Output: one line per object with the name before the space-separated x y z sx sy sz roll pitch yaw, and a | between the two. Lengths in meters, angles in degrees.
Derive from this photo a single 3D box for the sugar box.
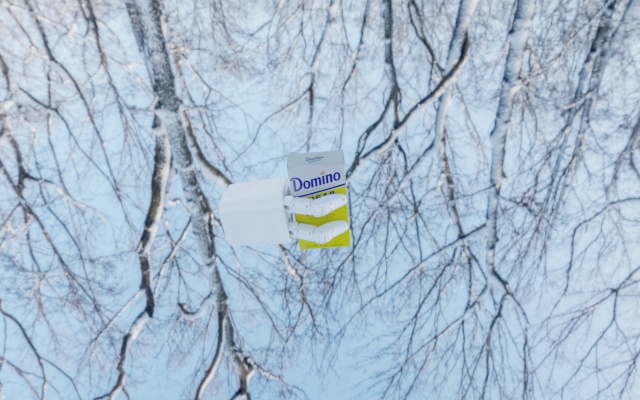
sugar box | 0.000 0.003 0.803 0.093 0.176 0.048 -5 39 4
